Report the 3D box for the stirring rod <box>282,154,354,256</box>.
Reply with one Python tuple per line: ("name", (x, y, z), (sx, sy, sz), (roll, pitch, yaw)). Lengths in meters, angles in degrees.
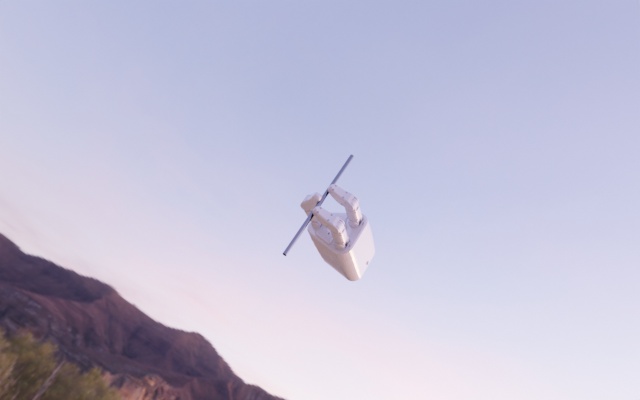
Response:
("stirring rod", (0.000, 0.003, 0.849), (0.011, 0.239, 0.011), (26, -29, 16))
